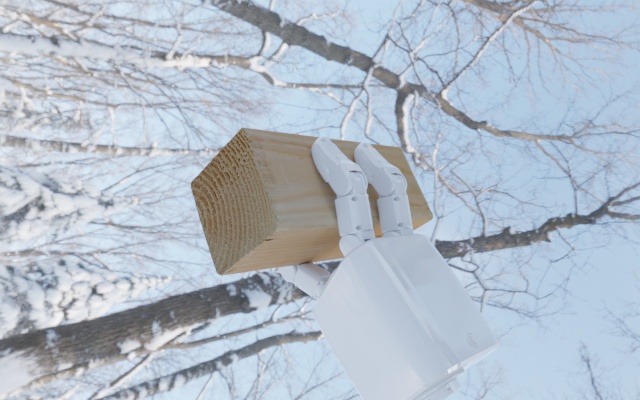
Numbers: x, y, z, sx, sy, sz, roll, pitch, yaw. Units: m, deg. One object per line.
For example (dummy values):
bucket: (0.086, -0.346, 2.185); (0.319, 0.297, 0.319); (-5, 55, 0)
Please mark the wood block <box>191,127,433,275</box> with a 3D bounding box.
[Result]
wood block: (0.000, 0.002, 0.446); (0.206, 0.090, 0.091); (0, -29, -46)
